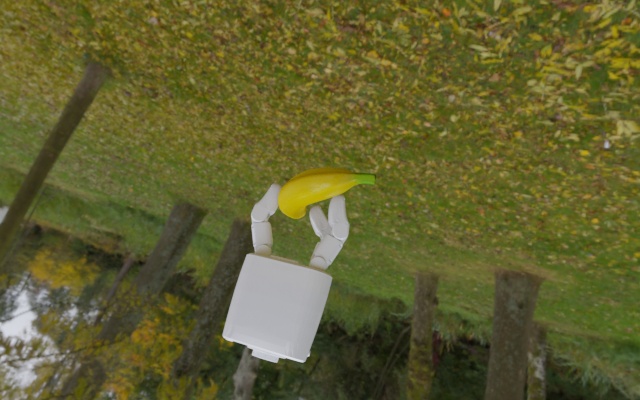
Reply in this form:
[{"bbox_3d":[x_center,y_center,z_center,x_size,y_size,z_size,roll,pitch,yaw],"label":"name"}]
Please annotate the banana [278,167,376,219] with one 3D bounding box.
[{"bbox_3d":[-0.014,-0.005,0.578,0.069,0.037,0.198,21,-19,-22],"label":"banana"}]
